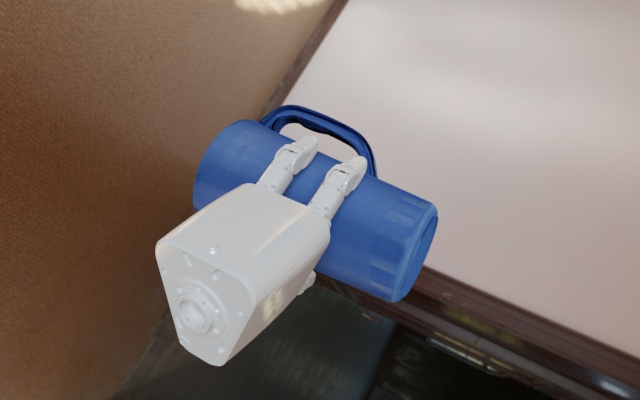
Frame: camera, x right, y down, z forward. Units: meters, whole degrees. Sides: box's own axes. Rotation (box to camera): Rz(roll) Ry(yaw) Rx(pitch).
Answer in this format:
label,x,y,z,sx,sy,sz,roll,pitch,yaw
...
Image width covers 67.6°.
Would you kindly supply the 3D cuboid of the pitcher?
label,x,y,z,sx,sy,sz,roll,pitch,yaw
pitcher,0.000,0.002,0.518,0.243,0.149,0.145,23,31,20
